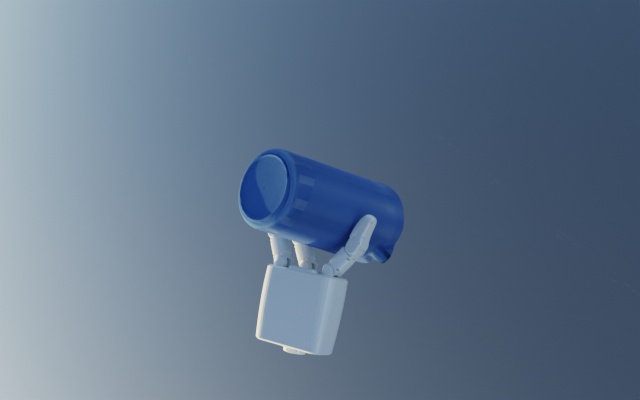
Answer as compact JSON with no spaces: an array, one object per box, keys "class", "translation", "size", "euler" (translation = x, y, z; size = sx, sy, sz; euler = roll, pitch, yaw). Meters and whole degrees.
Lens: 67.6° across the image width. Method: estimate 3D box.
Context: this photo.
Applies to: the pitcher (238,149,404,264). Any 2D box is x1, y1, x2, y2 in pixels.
[{"class":"pitcher","translation":[0.000,0.002,0.697],"size":[0.149,0.145,0.243],"euler":[7,-9,42]}]
